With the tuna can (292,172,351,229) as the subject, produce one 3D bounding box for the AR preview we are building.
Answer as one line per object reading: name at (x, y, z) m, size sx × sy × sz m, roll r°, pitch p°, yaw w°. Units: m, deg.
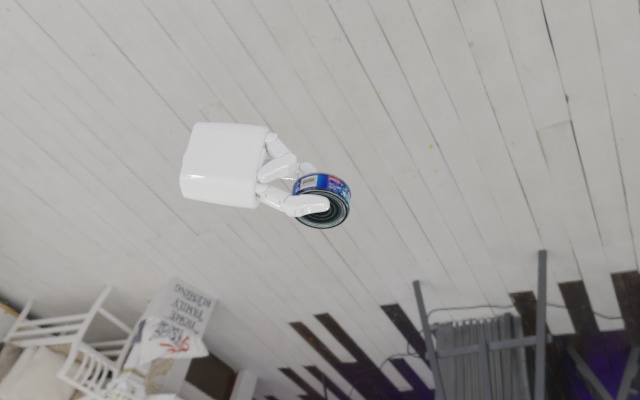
tuna can at (0.000, 0.003, 0.679) m, size 0.086 × 0.033 × 0.086 m, roll 4°, pitch -43°, yaw 4°
